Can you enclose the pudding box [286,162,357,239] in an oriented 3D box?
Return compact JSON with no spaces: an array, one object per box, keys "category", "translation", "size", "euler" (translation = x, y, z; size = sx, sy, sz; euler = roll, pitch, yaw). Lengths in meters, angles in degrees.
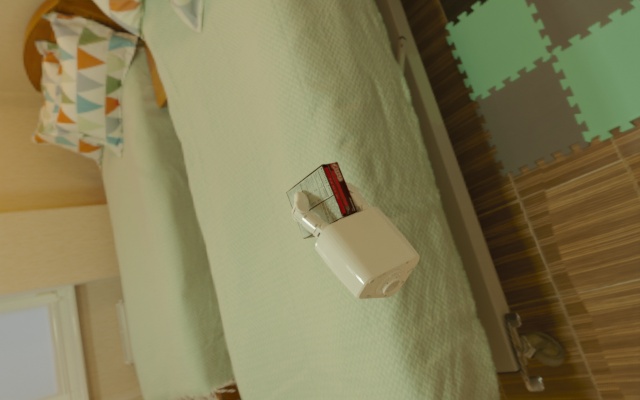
[{"category":"pudding box","translation":[0.000,0.003,0.762],"size":[0.039,0.090,0.113],"euler":[-10,-15,-42]}]
